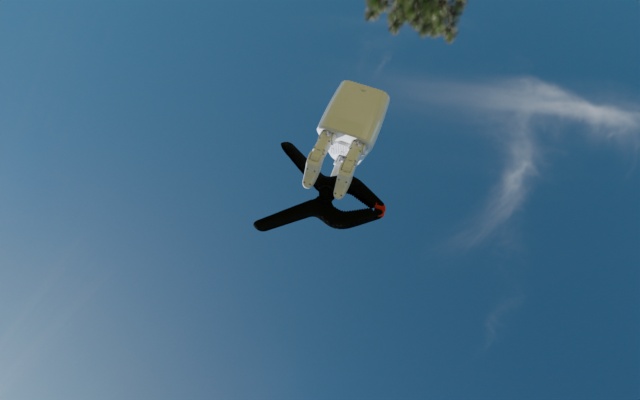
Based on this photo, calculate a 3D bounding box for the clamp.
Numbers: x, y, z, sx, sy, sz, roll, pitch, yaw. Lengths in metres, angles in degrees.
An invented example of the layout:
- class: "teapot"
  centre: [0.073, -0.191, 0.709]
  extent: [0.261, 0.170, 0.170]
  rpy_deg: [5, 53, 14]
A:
- class: "clamp"
  centre: [0.001, 0.003, 0.791]
  extent: [0.210, 0.164, 0.036]
  rpy_deg: [20, -18, 10]
